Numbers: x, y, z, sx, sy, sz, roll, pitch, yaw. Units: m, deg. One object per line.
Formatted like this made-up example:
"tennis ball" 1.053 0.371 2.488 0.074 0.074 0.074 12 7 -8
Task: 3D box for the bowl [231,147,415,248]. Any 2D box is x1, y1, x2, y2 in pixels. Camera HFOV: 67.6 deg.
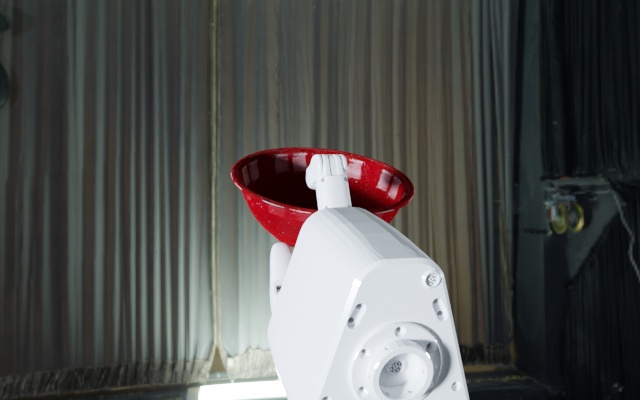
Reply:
"bowl" 0.000 0.001 0.435 0.162 0.055 0.162 5 24 -2
